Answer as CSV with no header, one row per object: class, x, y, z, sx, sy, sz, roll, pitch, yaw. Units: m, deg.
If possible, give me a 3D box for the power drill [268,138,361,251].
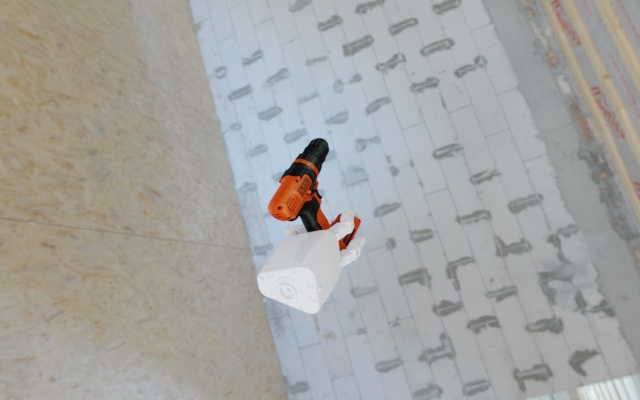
power drill,0.000,0.003,0.878,0.057,0.184,0.188,-3,-44,45
